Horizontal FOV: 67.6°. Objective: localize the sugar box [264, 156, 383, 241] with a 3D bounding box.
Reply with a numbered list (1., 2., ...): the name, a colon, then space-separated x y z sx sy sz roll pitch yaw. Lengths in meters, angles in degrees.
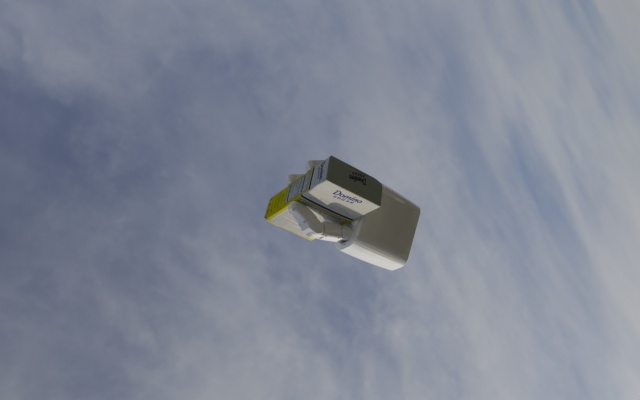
1. sugar box: 0.000 0.002 0.697 0.093 0.048 0.176 26 -34 -25
